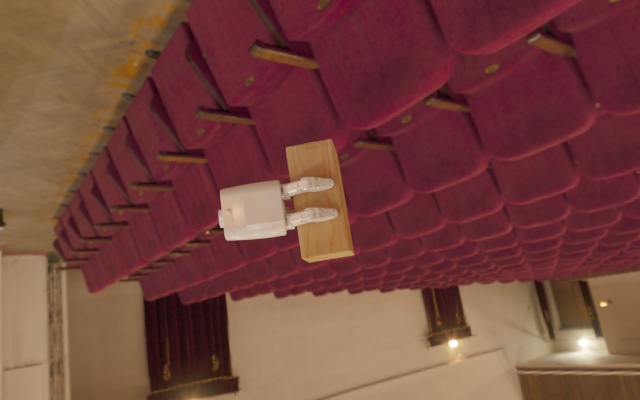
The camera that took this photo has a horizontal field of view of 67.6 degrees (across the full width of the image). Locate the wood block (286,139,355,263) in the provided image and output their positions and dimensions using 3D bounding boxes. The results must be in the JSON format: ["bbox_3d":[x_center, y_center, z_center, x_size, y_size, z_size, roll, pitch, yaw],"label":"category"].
[{"bbox_3d":[0.000,0.003,0.887,0.090,0.206,0.091,-10,-13,5],"label":"wood block"}]
